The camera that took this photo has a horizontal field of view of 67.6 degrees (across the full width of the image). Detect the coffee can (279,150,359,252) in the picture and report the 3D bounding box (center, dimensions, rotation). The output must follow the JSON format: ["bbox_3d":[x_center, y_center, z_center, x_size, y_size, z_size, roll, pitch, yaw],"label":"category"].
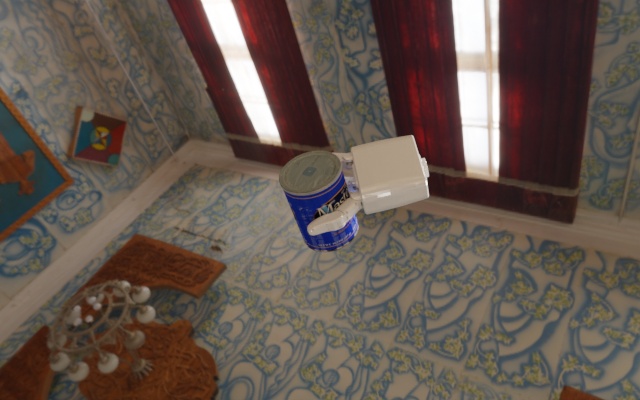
[{"bbox_3d":[0.000,0.003,0.800,0.103,0.140,0.102,-11,41,10],"label":"coffee can"}]
